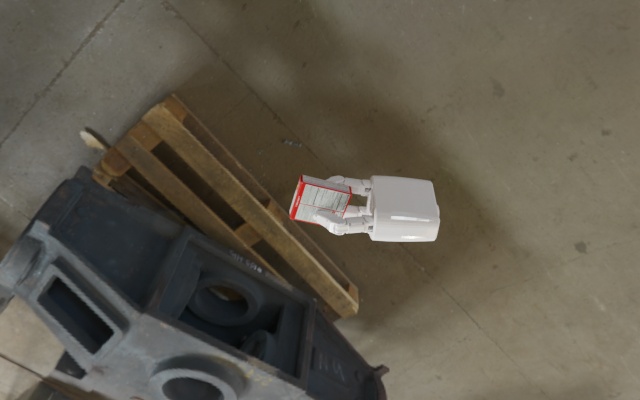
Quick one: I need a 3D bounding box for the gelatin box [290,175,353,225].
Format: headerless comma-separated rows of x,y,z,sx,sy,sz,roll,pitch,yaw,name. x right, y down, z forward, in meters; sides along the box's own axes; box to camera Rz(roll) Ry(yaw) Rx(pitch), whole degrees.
0.000,0.003,0.794,0.089,0.073,0.030,12,31,-12,gelatin box
